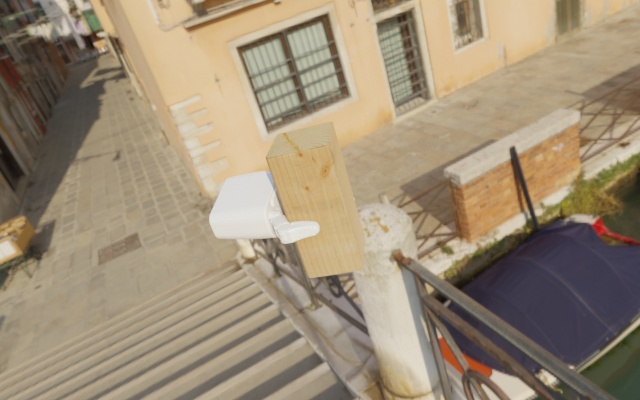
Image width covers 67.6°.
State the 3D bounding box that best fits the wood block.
[{"bbox_3d":[0.000,0.002,0.709,0.090,0.206,0.090,-11,28,13],"label":"wood block"}]
